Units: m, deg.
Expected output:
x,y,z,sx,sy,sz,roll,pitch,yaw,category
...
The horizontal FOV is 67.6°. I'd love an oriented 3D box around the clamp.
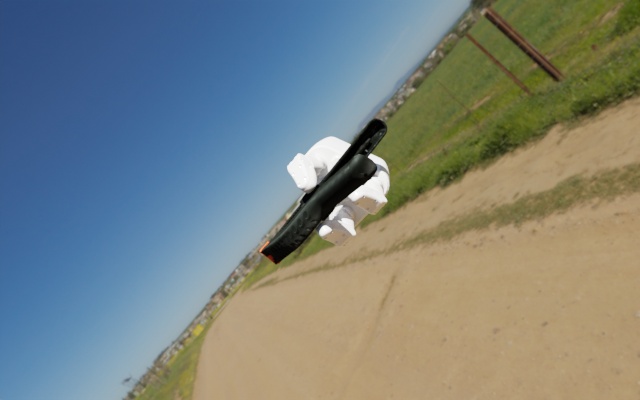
x,y,z,sx,sy,sz,roll,pitch,yaw,category
-0.001,0.002,0.534,0.036,0.210,0.164,40,18,-5,clamp
